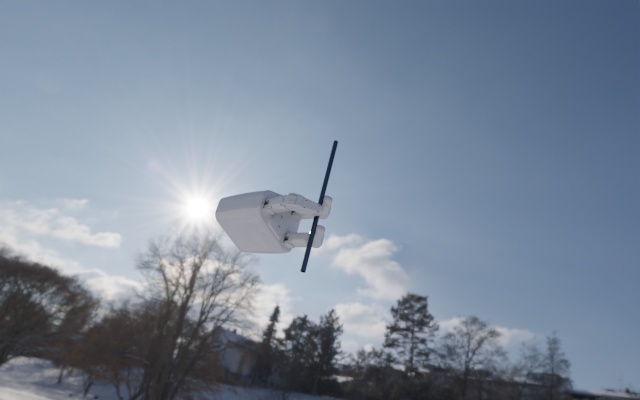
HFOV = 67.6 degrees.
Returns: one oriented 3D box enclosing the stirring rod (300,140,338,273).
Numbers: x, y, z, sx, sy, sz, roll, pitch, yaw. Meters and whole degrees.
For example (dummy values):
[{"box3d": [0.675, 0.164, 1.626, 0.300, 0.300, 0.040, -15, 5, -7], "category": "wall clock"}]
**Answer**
[{"box3d": [0.000, 0.003, 0.767, 0.011, 0.239, 0.011, 11, -27, 6], "category": "stirring rod"}]
